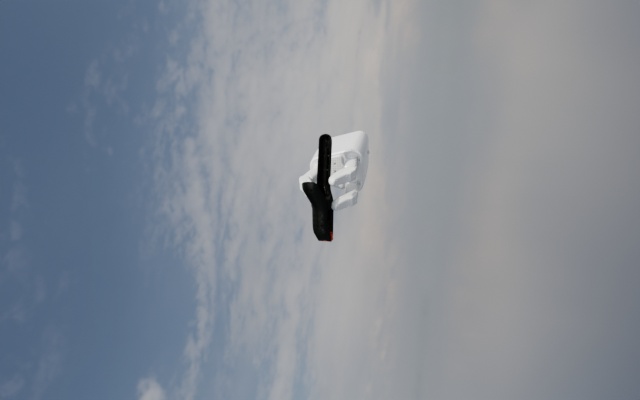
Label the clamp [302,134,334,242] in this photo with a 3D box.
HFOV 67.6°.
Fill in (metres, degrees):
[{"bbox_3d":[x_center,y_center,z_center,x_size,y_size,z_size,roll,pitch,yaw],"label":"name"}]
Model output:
[{"bbox_3d":[-0.001,0.003,0.891,0.036,0.210,0.164,4,33,13],"label":"clamp"}]
